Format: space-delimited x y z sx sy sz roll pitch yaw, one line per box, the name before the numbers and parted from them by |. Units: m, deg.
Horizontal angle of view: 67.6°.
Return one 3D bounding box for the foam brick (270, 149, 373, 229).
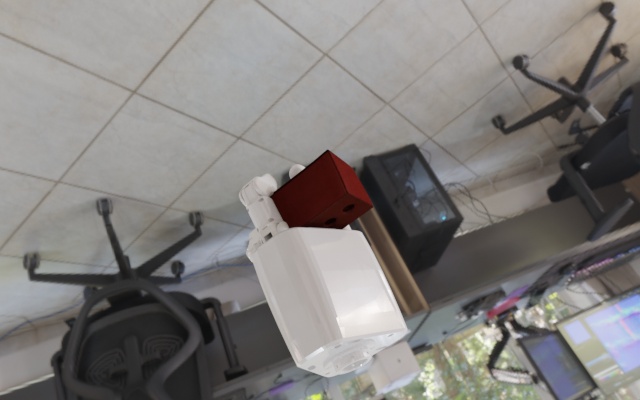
foam brick | 0.000 0.001 0.452 0.078 0.051 0.053 -37 -33 18
